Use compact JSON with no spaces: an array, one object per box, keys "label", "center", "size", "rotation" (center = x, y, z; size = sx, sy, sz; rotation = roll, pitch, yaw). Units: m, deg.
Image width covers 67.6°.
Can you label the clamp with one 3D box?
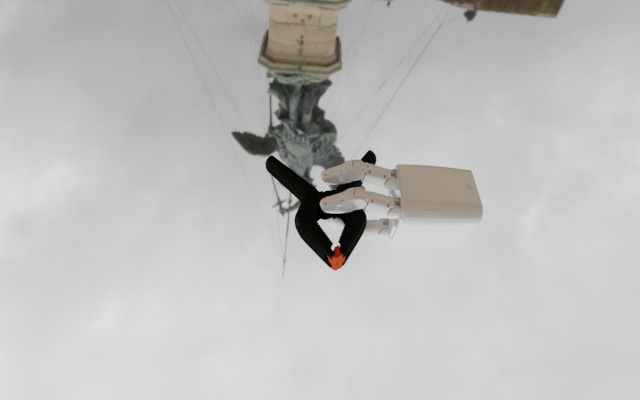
[{"label":"clamp","center":[0.000,0.003,0.652],"size":[0.164,0.209,0.036],"rotation":[0,-44,1]}]
